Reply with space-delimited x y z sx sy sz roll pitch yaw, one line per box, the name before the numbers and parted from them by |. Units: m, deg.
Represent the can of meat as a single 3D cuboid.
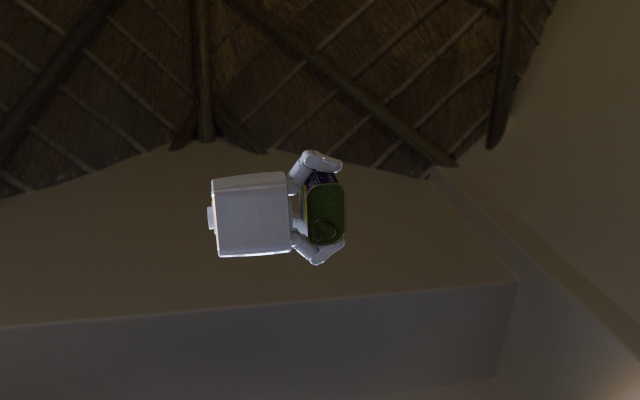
can of meat | 0.000 0.002 0.714 0.057 0.102 0.084 -7 30 -10
